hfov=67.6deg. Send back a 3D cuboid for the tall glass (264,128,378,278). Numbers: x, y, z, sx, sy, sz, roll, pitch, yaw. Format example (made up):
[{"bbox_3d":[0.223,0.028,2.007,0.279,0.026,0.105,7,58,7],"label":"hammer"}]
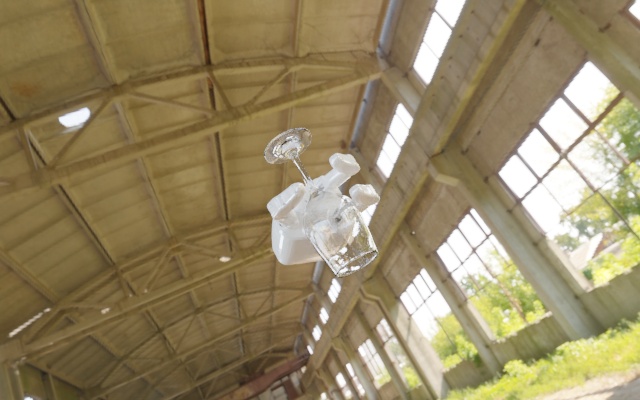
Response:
[{"bbox_3d":[0.000,0.001,0.638,0.079,0.201,0.079,-25,-23,-12],"label":"tall glass"}]
